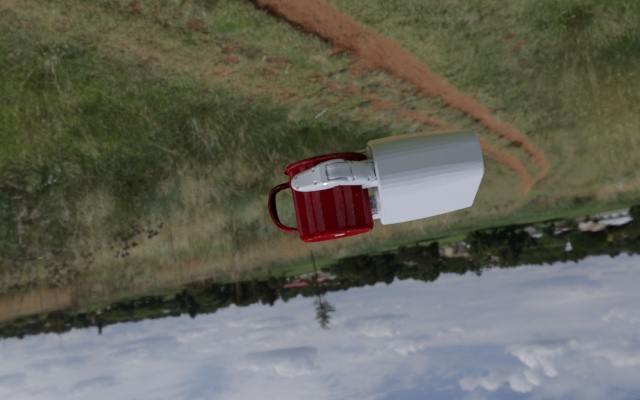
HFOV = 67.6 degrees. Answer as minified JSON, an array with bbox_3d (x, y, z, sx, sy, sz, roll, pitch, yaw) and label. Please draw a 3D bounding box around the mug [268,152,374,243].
[{"bbox_3d":[-0.001,0.002,0.520,0.117,0.081,0.093,-11,-8,5],"label":"mug"}]
